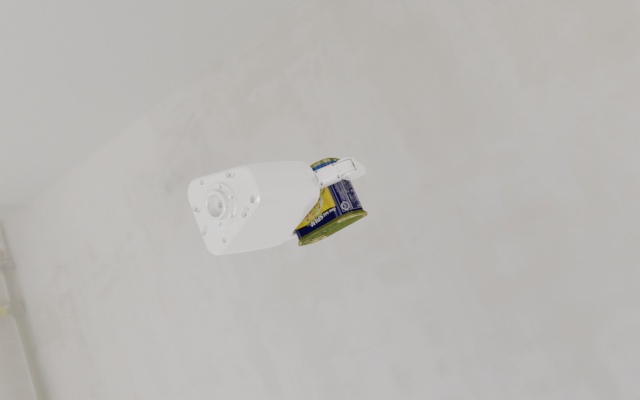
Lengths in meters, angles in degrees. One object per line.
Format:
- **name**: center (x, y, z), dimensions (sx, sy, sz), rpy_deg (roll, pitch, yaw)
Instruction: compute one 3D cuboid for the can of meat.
- **can of meat**: center (0.000, 0.002, 0.633), dimensions (0.102, 0.084, 0.057), rpy_deg (-32, -14, 37)
